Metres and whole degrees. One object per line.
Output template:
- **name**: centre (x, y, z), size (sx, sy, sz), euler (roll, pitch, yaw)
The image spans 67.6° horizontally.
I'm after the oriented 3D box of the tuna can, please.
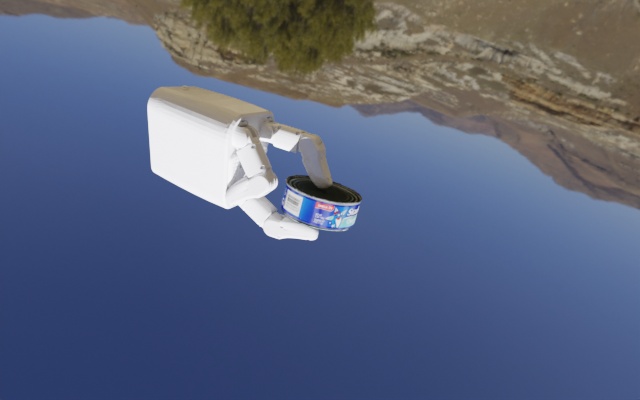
- **tuna can**: centre (0.000, 0.002, 0.525), size (0.086, 0.034, 0.086), euler (14, 16, -4)
